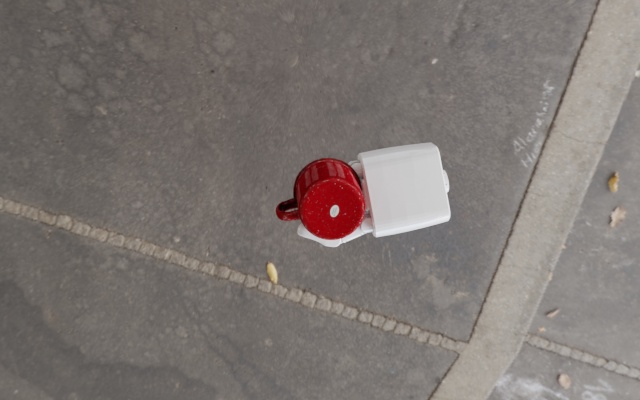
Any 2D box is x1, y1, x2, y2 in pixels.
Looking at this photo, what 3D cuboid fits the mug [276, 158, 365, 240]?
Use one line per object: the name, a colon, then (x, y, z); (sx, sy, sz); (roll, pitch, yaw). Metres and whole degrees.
mug: (-0.001, 0.002, 0.607); (0.117, 0.093, 0.081); (-11, 18, 0)
